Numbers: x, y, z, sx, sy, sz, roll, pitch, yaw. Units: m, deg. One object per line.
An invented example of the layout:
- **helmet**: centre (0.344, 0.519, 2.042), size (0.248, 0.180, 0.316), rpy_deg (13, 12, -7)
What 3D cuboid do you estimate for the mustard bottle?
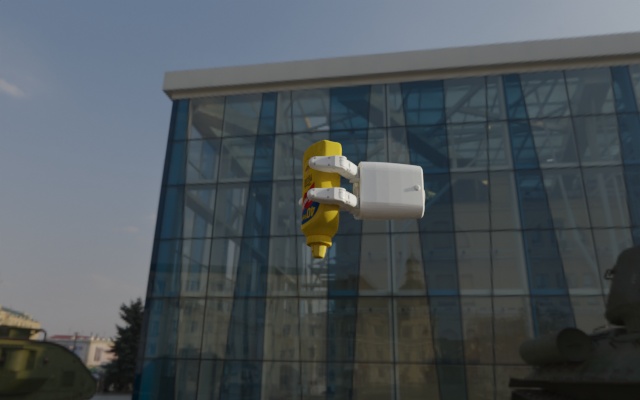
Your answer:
- **mustard bottle**: centre (0.000, 0.002, 0.803), size (0.058, 0.191, 0.096), rpy_deg (10, -21, -23)
